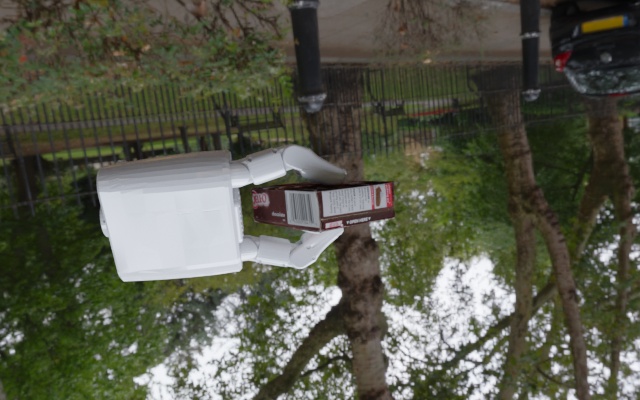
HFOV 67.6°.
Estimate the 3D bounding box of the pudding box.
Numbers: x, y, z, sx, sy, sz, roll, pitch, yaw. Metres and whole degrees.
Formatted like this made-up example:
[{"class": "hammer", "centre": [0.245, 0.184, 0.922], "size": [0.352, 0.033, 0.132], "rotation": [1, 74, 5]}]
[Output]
[{"class": "pudding box", "centre": [0.000, 0.002, 0.452], "size": [0.090, 0.039, 0.113], "rotation": [-9, 10, -36]}]
